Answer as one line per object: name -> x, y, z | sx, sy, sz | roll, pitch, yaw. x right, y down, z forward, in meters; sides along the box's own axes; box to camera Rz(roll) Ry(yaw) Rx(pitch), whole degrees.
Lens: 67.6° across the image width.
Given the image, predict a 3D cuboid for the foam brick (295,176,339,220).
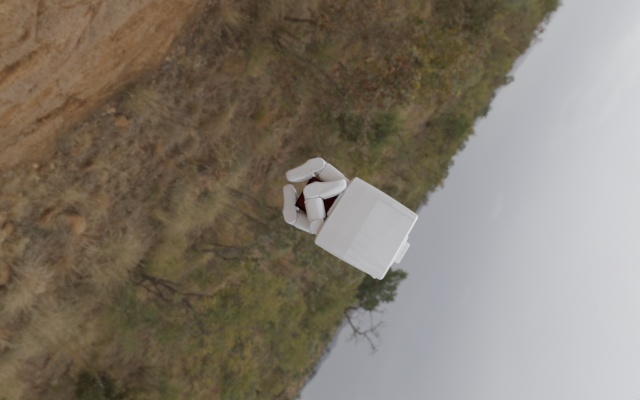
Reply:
foam brick -> 0.000, 0.002, 0.726 | 0.051, 0.053, 0.078 | 30, -2, 9
